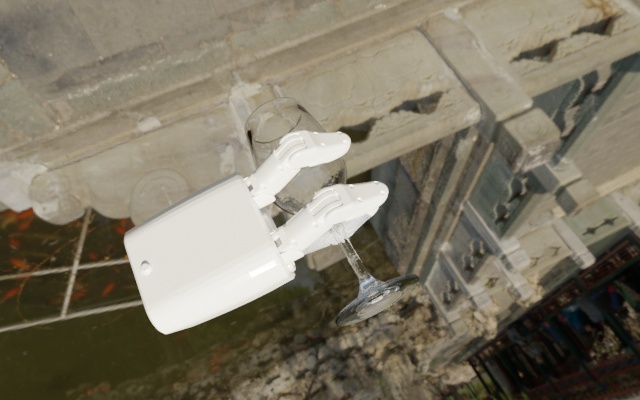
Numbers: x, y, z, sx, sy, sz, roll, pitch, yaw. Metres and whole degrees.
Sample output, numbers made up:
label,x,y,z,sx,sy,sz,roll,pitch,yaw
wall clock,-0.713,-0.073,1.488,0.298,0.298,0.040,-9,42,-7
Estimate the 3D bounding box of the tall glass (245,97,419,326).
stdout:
label,x,y,z,sx,sy,sz,roll,pitch,yaw
tall glass,0.001,0.002,0.414,0.079,0.201,0.079,-23,-27,-12
